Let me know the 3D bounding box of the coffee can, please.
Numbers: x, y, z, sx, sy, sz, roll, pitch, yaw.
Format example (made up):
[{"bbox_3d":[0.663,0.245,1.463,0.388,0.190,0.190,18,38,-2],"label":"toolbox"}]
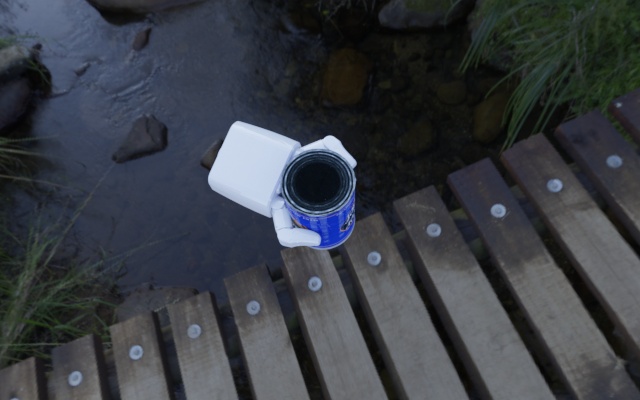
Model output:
[{"bbox_3d":[0.000,0.002,0.704,0.103,0.102,0.140,0,-24,3],"label":"coffee can"}]
